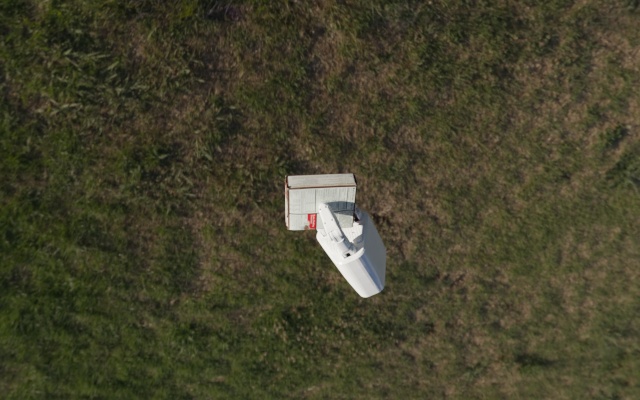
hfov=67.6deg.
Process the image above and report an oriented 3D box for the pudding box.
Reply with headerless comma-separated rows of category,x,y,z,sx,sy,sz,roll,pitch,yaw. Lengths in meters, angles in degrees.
pudding box,0.000,0.003,0.771,0.113,0.090,0.039,-3,38,-8
